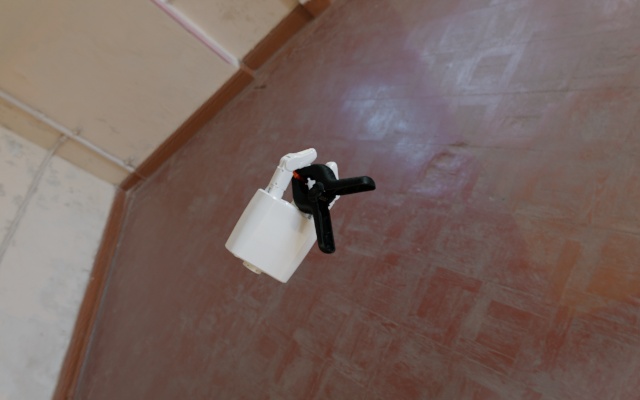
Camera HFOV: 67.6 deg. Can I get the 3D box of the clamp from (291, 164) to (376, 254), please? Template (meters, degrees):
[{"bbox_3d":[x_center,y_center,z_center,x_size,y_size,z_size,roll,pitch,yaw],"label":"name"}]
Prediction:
[{"bbox_3d":[0.000,0.002,0.703,0.039,0.120,0.171,35,-5,-36],"label":"clamp"}]
